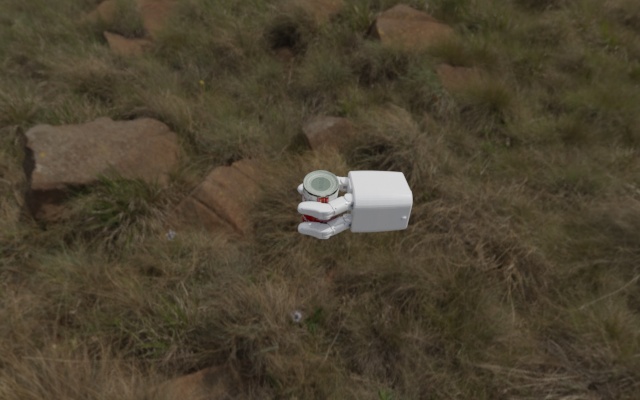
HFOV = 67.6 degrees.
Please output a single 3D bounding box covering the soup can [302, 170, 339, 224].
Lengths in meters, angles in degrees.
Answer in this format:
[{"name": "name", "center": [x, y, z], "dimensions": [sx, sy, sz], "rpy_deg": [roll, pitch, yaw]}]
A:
[{"name": "soup can", "center": [0.000, 0.003, 0.890], "dimensions": [0.068, 0.068, 0.102], "rpy_deg": [0, -43, -2]}]
